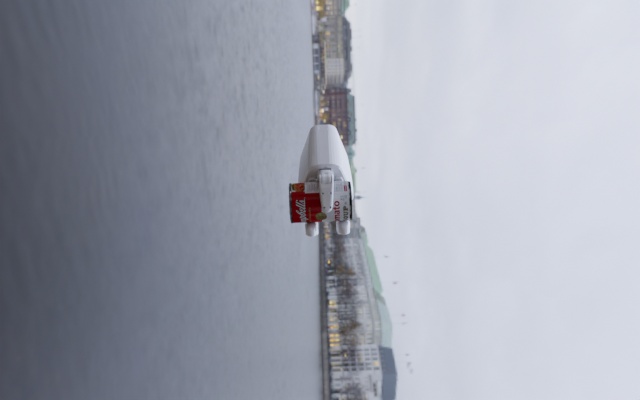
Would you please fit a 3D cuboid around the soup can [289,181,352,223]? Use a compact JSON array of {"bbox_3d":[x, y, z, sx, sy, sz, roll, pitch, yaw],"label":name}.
[{"bbox_3d":[0.000,0.003,0.798,0.102,0.068,0.068,-2,0,0],"label":"soup can"}]
